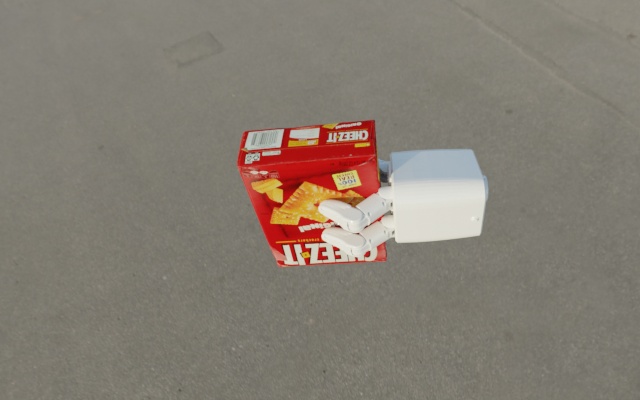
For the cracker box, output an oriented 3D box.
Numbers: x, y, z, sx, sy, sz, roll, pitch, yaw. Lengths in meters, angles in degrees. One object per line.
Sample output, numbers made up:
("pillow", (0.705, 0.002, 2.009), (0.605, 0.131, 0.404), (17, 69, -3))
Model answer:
("cracker box", (0.000, 0.002, 0.629), (0.164, 0.072, 0.214), (-4, -42, 9))
